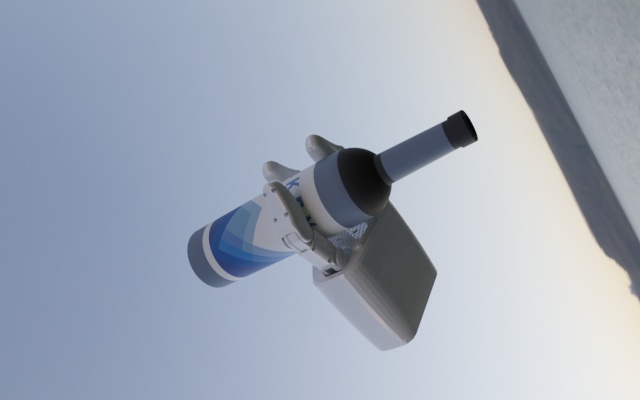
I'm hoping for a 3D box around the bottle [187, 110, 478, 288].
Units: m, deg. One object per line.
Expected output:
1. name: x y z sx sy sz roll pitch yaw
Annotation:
1. bottle: 0.000 0.001 0.437 0.296 0.069 0.069 -27 -14 28
